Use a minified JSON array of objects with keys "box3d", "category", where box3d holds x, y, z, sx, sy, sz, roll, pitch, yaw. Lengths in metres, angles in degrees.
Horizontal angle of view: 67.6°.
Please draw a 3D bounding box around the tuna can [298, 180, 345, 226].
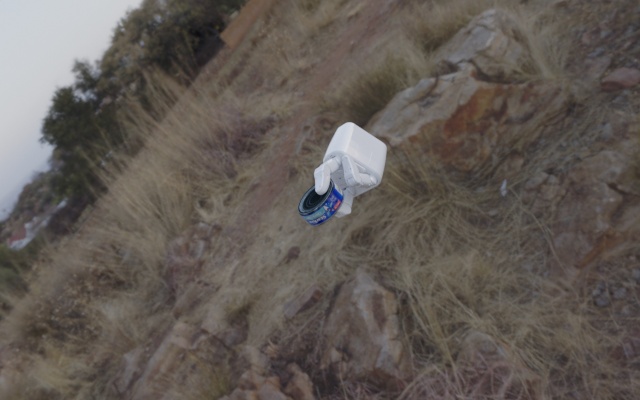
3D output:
[{"box3d":[0.000,0.003,0.868,0.034,0.086,0.086,45,-24,-26],"category":"tuna can"}]
